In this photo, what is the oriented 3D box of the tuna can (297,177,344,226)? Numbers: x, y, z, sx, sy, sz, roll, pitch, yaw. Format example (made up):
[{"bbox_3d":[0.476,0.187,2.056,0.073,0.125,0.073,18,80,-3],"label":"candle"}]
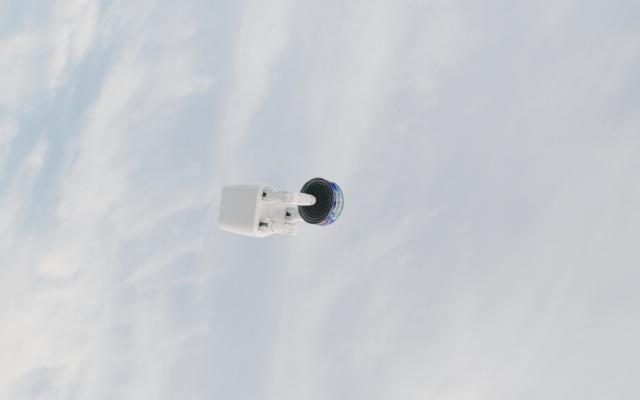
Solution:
[{"bbox_3d":[0.001,0.003,0.868,0.086,0.086,0.034,0,-9,40],"label":"tuna can"}]
